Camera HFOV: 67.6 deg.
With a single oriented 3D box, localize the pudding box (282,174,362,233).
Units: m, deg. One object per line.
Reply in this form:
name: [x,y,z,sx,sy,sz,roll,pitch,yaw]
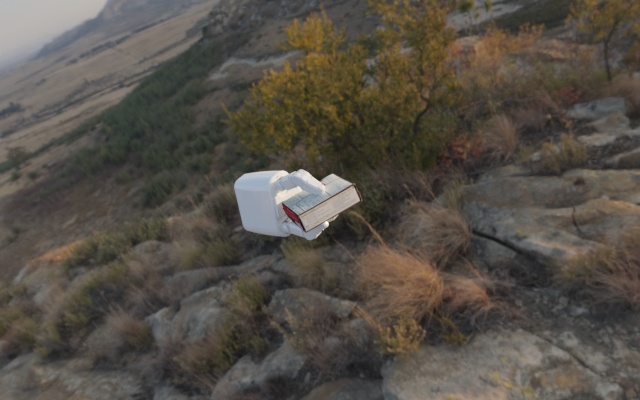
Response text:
pudding box: [0.000,0.002,0.808,0.113,0.039,0.090,-31,24,-12]
